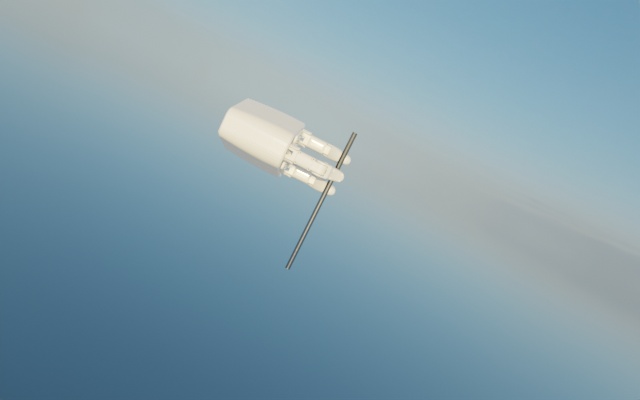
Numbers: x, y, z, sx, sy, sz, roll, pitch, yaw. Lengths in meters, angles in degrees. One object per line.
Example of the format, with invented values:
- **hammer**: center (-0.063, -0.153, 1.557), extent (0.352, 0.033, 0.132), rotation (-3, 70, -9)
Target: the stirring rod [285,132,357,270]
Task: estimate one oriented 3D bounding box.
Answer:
- **stirring rod**: center (0.000, 0.003, 0.752), extent (0.011, 0.239, 0.011), rotation (26, 8, -4)
